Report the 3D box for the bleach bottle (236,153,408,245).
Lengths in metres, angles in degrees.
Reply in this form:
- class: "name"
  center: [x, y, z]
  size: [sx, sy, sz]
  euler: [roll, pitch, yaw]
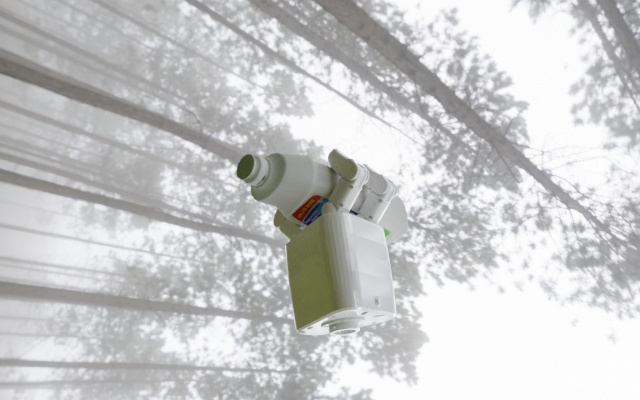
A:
- class: "bleach bottle"
  center: [0.000, 0.002, 0.581]
  size: [0.102, 0.068, 0.251]
  euler: [-28, -33, 34]
